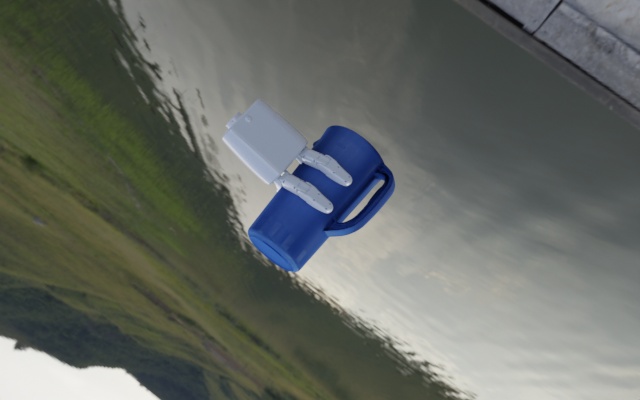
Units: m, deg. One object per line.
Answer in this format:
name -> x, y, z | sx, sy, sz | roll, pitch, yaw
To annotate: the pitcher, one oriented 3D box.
pitcher -> 0.000, 0.003, 0.804 | 0.145, 0.242, 0.149 | 43, -19, -11
